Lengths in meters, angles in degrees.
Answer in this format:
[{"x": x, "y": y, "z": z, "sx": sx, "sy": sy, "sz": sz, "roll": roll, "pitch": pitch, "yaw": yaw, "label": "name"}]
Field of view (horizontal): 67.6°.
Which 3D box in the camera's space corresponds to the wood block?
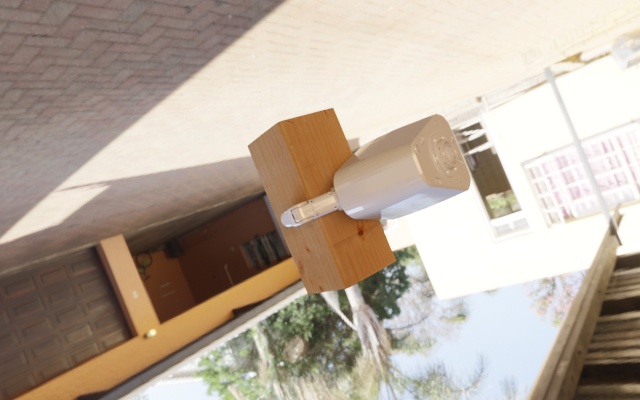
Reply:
[{"x": 0.000, "y": 0.002, "z": 0.600, "sx": 0.091, "sy": 0.206, "sz": 0.090, "roll": -22, "pitch": -1, "yaw": -36, "label": "wood block"}]
